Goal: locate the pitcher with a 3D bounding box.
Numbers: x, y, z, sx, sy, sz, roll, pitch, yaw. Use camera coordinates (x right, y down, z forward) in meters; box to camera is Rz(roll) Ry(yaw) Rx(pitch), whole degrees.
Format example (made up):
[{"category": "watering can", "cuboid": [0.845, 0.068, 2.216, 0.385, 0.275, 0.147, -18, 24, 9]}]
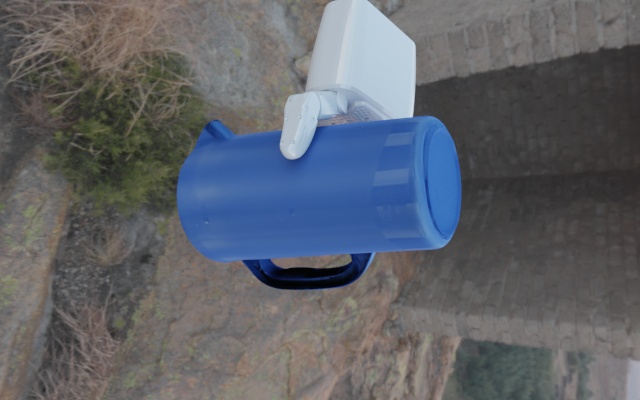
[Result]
[{"category": "pitcher", "cuboid": [0.000, 0.001, 0.447, 0.243, 0.145, 0.149, -4, -23, 32]}]
